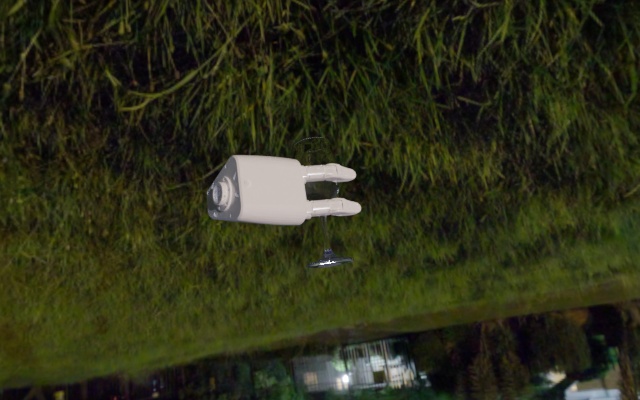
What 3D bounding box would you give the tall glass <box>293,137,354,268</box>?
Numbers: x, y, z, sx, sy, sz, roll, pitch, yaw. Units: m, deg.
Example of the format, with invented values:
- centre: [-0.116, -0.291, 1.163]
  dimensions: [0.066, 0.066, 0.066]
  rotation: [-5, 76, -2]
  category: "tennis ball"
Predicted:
- centre: [0.000, 0.003, 0.764]
  dimensions: [0.079, 0.201, 0.079]
  rotation: [-8, -15, -2]
  category: "tall glass"
